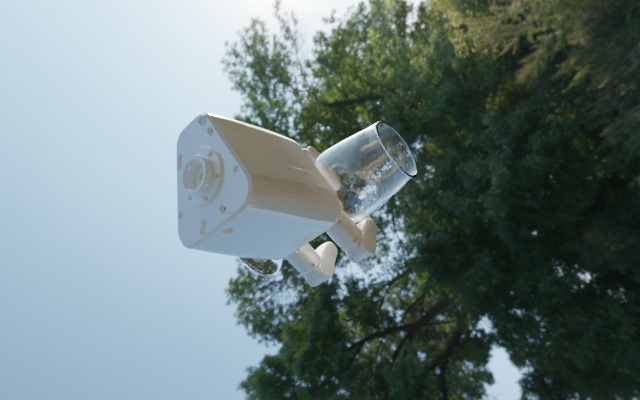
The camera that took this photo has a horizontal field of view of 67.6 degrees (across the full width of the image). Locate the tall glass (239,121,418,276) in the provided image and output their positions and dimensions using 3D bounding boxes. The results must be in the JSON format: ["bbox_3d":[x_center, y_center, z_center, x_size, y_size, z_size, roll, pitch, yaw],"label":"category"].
[{"bbox_3d":[0.000,0.002,0.489,0.201,0.079,0.079,-35,-19,29],"label":"tall glass"}]
